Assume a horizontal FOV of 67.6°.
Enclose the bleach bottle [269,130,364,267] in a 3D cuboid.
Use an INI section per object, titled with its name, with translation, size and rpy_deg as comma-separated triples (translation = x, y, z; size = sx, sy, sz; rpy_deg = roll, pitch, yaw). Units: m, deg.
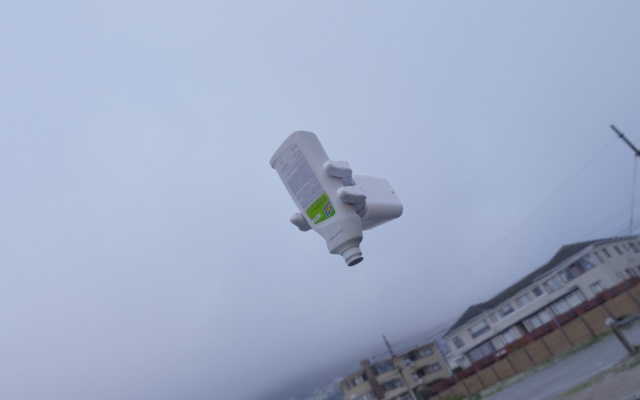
[bleach bottle]
translation = 0.000, 0.003, 0.818
size = 0.068, 0.250, 0.103
rpy_deg = 1, -37, -44
